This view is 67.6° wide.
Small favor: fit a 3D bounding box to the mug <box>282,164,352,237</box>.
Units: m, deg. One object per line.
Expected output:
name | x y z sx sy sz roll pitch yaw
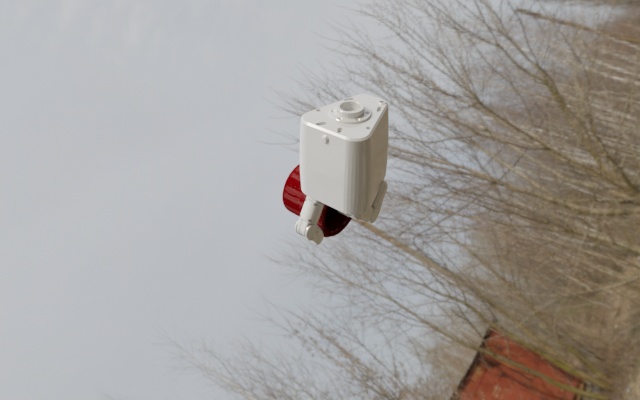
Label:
mug | 0.000 0.003 0.694 0.081 0.117 0.093 26 46 29
